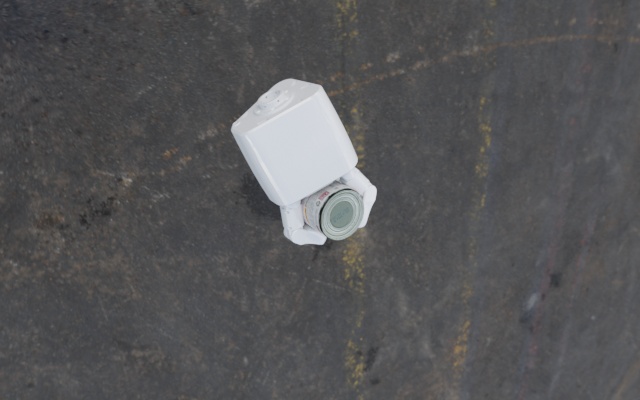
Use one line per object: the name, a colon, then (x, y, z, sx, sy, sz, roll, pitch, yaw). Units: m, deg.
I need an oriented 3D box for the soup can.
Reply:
soup can: (0.000, 0.003, 0.614, 0.068, 0.068, 0.102, 0, 18, -35)
